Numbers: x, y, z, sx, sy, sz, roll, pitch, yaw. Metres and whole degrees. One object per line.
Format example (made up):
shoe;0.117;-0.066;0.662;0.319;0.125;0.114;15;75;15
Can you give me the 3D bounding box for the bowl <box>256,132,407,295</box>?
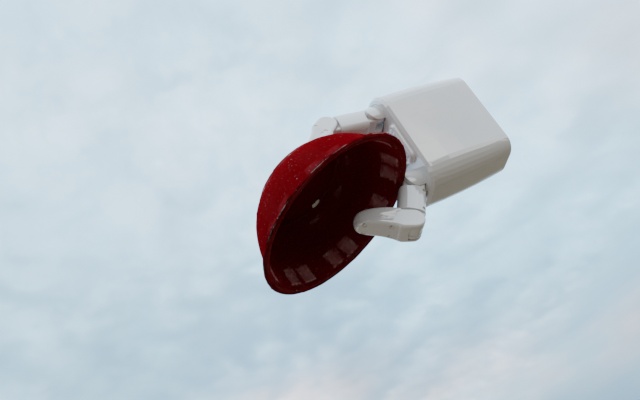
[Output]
bowl;-0.001;0.001;0.409;0.055;0.162;0.162;39;22;29
